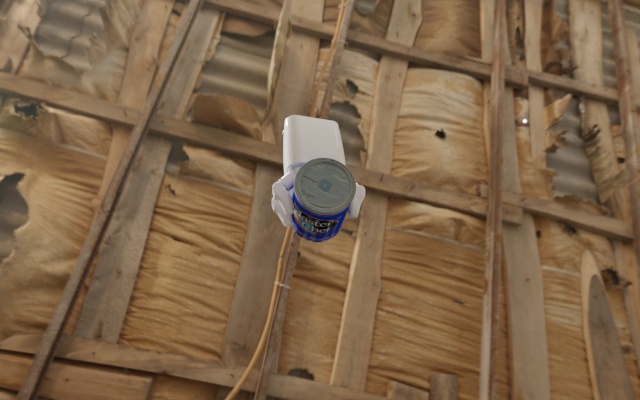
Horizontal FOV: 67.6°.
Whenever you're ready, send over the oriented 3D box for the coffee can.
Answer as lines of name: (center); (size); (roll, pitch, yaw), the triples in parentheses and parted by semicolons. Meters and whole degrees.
coffee can: (0.000, 0.003, 0.843); (0.103, 0.102, 0.140); (0, -24, -7)
